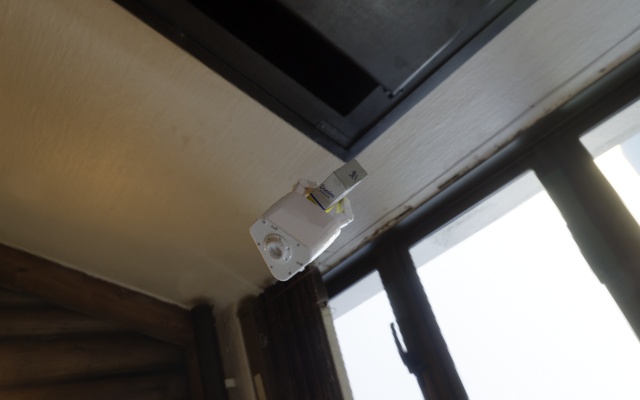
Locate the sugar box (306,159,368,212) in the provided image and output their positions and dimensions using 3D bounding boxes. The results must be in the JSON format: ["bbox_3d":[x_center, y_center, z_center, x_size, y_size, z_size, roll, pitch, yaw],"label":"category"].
[{"bbox_3d":[0.000,0.003,0.861,0.176,0.048,0.093,-40,-3,34],"label":"sugar box"}]
